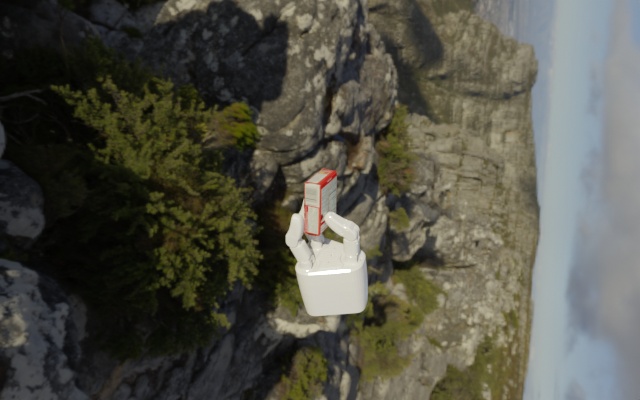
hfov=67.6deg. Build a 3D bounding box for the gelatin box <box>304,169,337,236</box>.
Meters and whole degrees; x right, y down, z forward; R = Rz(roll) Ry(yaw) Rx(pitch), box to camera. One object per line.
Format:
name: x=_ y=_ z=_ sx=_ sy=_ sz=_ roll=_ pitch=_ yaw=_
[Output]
gelatin box: x=0.001 y=0.002 z=0.765 sx=0.030 sy=0.089 sz=0.073 roll=10 pitch=24 yaw=20
